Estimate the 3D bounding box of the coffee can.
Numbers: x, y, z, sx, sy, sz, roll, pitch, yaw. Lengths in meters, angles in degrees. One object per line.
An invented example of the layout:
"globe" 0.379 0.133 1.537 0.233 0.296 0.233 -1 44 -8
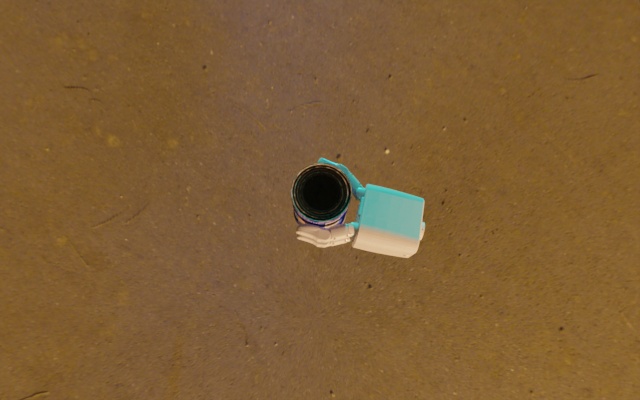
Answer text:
"coffee can" 0.000 0.003 0.857 0.103 0.102 0.140 0 -14 -1
